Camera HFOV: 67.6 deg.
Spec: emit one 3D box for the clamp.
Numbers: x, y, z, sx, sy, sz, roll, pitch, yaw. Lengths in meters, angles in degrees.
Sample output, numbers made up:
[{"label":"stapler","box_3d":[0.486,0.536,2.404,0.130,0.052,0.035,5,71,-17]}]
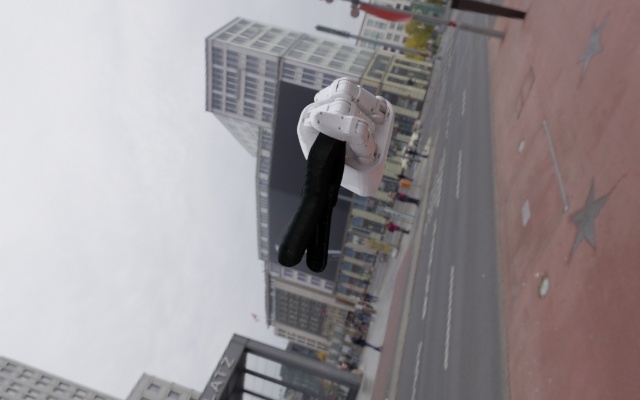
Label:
[{"label":"clamp","box_3d":[0.000,0.001,0.530,0.039,0.171,0.120,15,-16,12]}]
